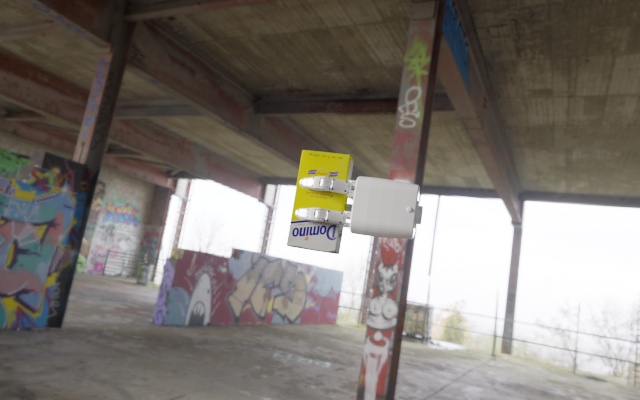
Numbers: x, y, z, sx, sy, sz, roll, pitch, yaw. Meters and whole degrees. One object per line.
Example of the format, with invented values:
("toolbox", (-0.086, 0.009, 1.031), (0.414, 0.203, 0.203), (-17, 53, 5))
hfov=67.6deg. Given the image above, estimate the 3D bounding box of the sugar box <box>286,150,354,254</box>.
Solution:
("sugar box", (0.000, 0.003, 0.857), (0.093, 0.176, 0.048), (7, -9, 14))
